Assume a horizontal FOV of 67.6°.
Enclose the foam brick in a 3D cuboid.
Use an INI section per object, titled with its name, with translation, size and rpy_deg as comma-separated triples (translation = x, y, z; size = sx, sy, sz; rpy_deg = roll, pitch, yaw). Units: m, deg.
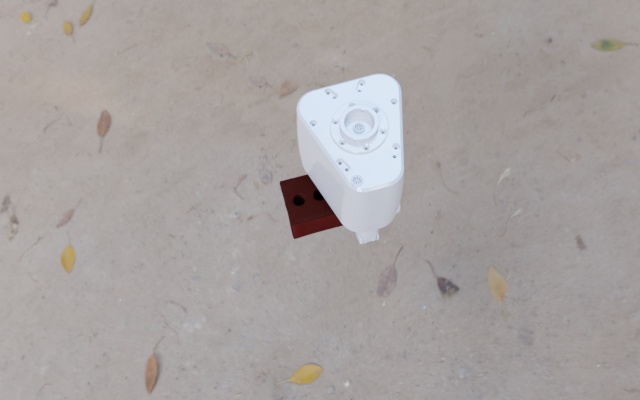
[foam brick]
translation = 0.000, 0.002, 0.514
size = 0.078, 0.053, 0.051
rpy_deg = -16, -20, -3
